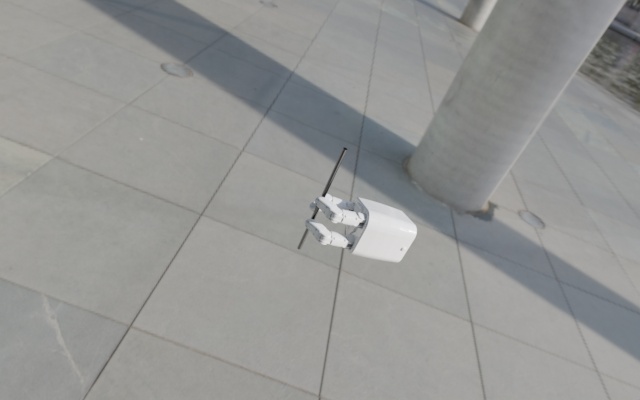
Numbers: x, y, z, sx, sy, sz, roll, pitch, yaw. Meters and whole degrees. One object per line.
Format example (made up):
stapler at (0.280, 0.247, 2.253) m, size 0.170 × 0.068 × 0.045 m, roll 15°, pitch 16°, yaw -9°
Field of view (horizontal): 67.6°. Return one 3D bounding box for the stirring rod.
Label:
stirring rod at (0.000, 0.003, 0.893) m, size 0.011 × 0.240 × 0.011 m, roll 17°, pitch 33°, yaw -12°
